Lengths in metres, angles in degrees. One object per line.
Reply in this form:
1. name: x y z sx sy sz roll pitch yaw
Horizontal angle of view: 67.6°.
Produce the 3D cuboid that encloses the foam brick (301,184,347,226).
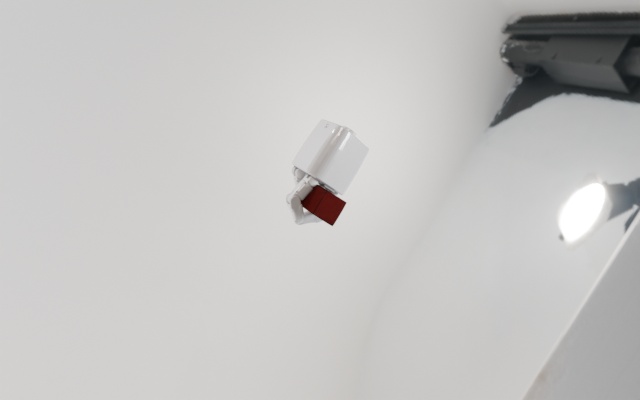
1. foam brick: 0.000 0.003 0.880 0.053 0.051 0.078 33 1 -34
